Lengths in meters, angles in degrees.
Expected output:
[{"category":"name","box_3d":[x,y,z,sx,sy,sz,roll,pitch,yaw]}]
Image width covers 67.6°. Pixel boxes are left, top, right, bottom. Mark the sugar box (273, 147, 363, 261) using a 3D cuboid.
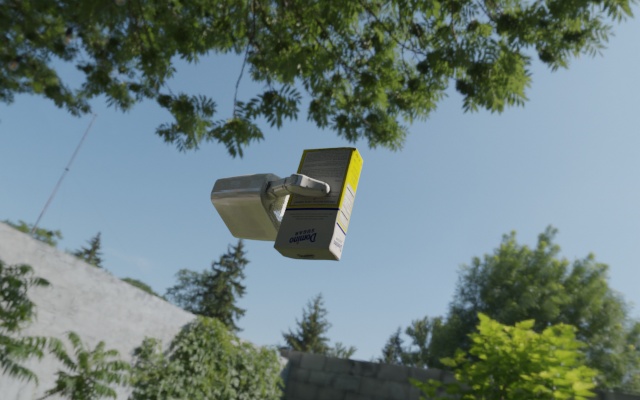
[{"category":"sugar box","box_3d":[0.000,0.003,0.713,0.093,0.176,0.048,0,-30,28]}]
